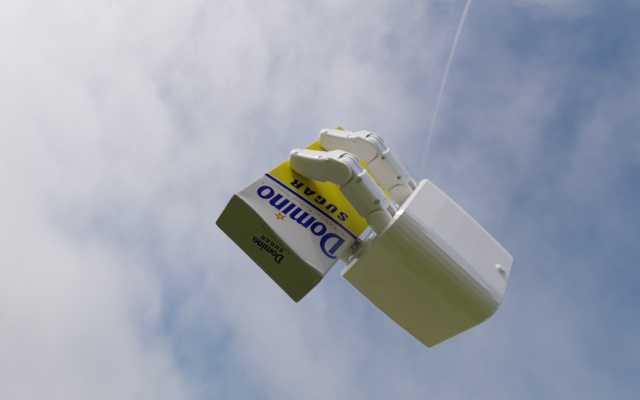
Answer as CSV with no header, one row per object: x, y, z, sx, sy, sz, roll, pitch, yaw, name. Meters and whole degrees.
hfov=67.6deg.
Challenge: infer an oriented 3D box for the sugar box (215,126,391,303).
0.001,0.001,0.425,0.048,0.093,0.176,-50,-5,36,sugar box
